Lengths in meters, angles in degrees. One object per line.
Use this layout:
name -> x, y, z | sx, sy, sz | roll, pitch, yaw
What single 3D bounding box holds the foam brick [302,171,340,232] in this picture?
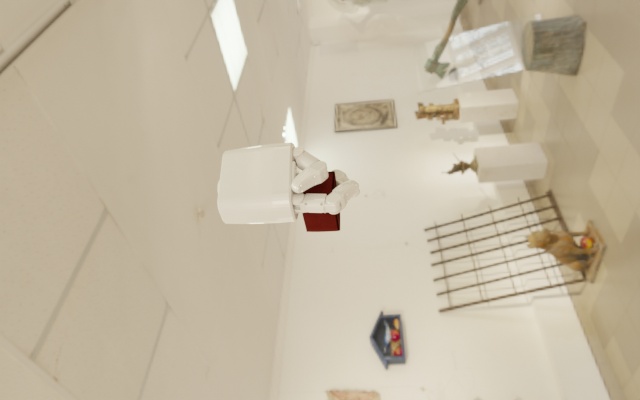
foam brick -> 0.000, 0.003, 0.710 | 0.051, 0.078, 0.053 | -5, 43, 7
